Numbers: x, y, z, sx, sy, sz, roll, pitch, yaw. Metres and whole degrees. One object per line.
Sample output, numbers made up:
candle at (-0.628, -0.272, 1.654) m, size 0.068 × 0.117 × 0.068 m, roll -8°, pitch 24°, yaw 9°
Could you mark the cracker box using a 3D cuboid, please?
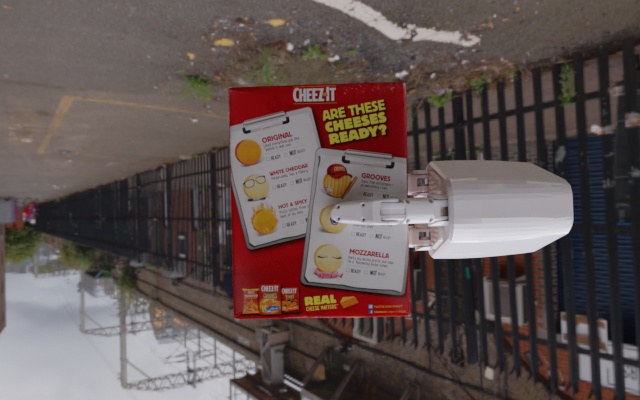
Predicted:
cracker box at (0.000, 0.002, 0.462) m, size 0.164 × 0.213 × 0.072 m, roll -1°, pitch -1°, yaw 1°
